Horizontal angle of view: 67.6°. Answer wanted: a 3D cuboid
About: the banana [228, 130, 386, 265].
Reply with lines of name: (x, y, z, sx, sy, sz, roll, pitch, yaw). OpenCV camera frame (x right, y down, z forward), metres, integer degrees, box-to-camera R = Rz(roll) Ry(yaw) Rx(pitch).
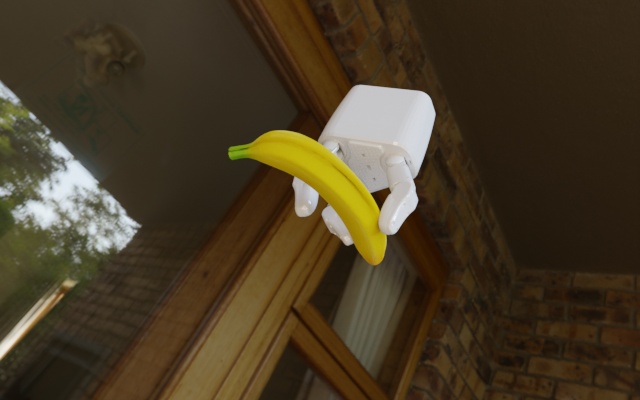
banana: (0.009, -0.007, 0.461, 0.198, 0.037, 0.070, 39, -42, -19)
